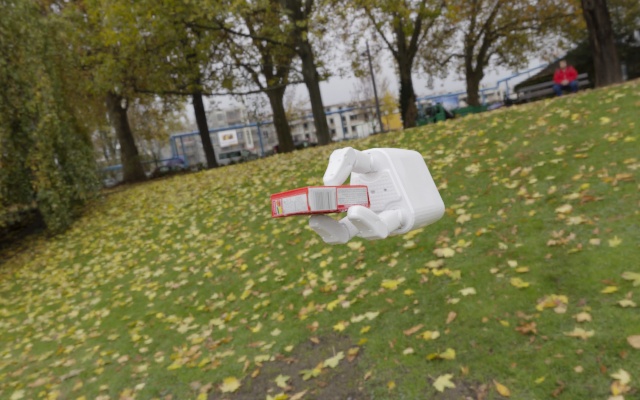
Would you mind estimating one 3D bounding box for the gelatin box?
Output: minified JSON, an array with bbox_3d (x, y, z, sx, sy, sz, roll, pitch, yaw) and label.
[{"bbox_3d":[0.000,0.001,0.541,0.089,0.030,0.073,-3,-4,-39],"label":"gelatin box"}]
